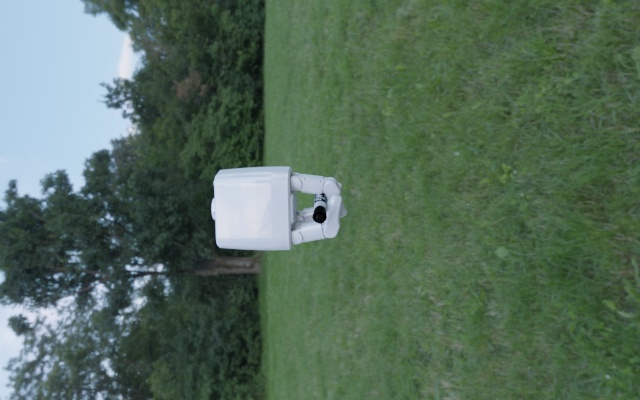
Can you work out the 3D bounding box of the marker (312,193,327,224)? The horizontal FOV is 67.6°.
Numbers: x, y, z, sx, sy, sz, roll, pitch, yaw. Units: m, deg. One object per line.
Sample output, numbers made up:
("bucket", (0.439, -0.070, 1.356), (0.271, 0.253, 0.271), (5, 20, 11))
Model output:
("marker", (0.000, 0.002, 0.664), (0.020, 0.020, 0.121), (0, 21, 1))
